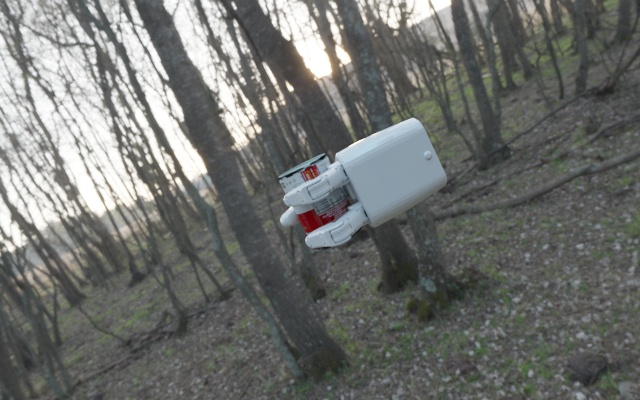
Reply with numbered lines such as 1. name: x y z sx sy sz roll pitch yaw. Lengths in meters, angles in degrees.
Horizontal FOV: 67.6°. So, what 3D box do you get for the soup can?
1. soup can: -0.001 0.002 0.588 0.068 0.102 0.068 -26 8 4
